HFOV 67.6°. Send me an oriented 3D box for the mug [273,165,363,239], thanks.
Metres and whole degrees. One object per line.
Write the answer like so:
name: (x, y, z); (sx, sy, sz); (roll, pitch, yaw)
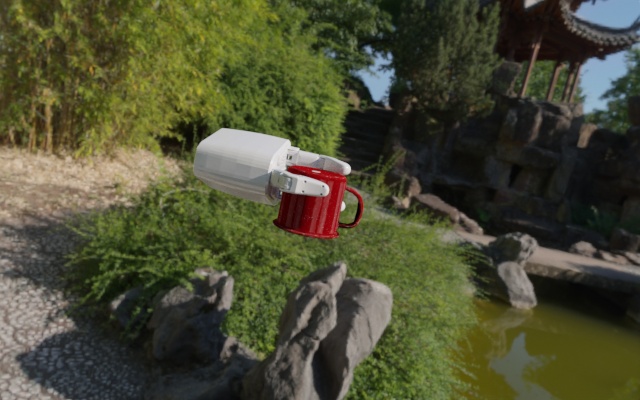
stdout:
mug: (0.002, 0.002, 0.644); (0.117, 0.081, 0.093); (13, 9, 4)
